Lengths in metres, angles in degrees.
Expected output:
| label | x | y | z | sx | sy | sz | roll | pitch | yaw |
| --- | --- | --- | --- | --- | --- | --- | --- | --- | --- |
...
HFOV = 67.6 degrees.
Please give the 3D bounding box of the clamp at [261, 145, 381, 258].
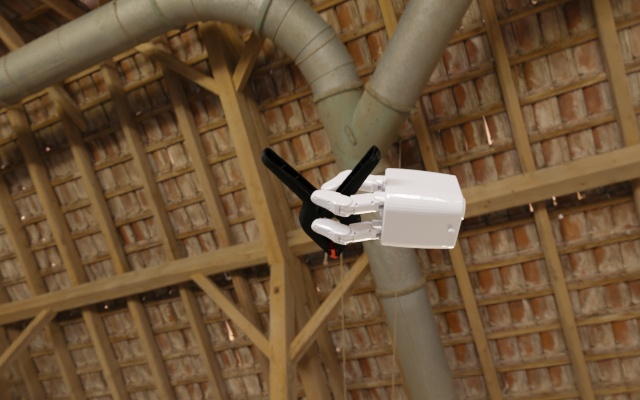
| label | x | y | z | sx | sy | sz | roll | pitch | yaw |
| --- | --- | --- | --- | --- | --- | --- | --- | --- | --- |
| clamp | 0.000 | 0.002 | 0.707 | 0.164 | 0.210 | 0.036 | 6 | 42 | 8 |
